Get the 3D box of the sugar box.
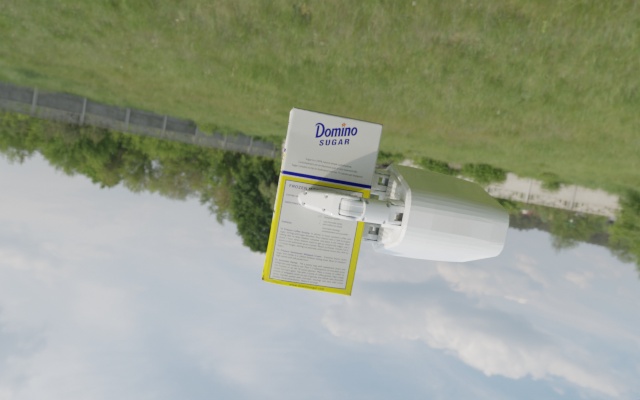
[{"bbox_3d":[0.000,0.002,0.487,0.093,0.176,0.048,10,3,-8],"label":"sugar box"}]
